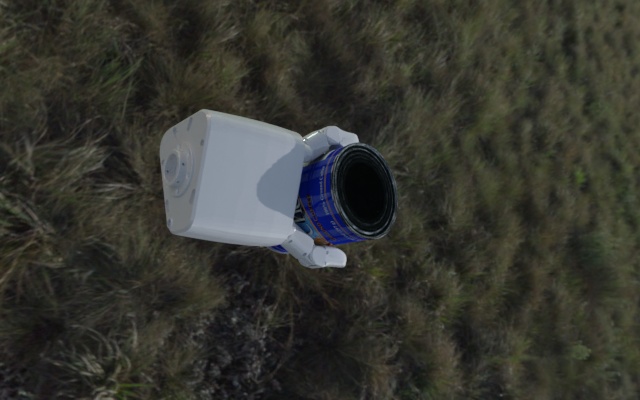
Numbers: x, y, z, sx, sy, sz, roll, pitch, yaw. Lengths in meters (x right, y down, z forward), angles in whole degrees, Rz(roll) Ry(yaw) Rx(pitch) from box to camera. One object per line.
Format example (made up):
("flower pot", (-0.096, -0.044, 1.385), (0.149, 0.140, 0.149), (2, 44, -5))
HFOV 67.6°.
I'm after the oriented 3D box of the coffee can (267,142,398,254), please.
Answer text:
("coffee can", (0.000, 0.002, 0.538), (0.103, 0.103, 0.140), (0, -10, -45))
